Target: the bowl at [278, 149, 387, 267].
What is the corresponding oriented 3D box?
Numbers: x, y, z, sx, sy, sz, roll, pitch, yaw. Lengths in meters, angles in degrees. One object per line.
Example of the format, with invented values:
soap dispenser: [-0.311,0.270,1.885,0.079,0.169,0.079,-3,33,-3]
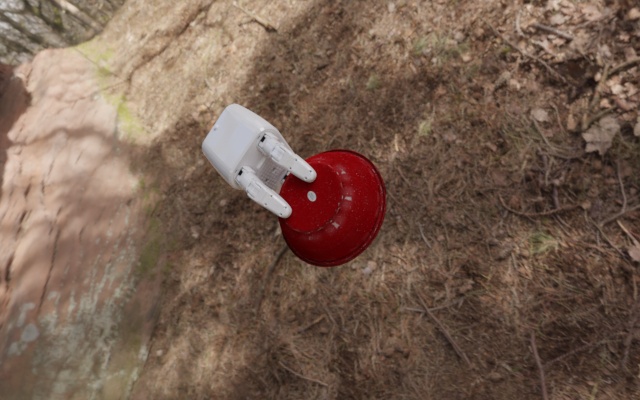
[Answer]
bowl: [0.001,0.002,0.612,0.162,0.162,0.055,0,-14,31]
